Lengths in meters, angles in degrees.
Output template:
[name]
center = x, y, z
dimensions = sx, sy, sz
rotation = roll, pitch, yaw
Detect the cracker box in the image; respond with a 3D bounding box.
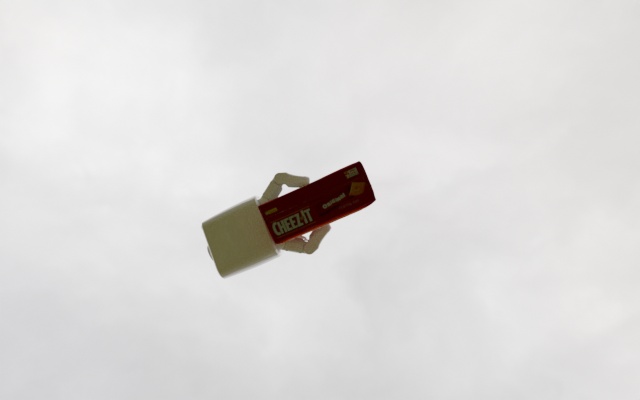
[cracker box]
center = 0.000, 0.002, 0.786
dimensions = 0.164, 0.072, 0.213
rotation = -24, 1, 3
